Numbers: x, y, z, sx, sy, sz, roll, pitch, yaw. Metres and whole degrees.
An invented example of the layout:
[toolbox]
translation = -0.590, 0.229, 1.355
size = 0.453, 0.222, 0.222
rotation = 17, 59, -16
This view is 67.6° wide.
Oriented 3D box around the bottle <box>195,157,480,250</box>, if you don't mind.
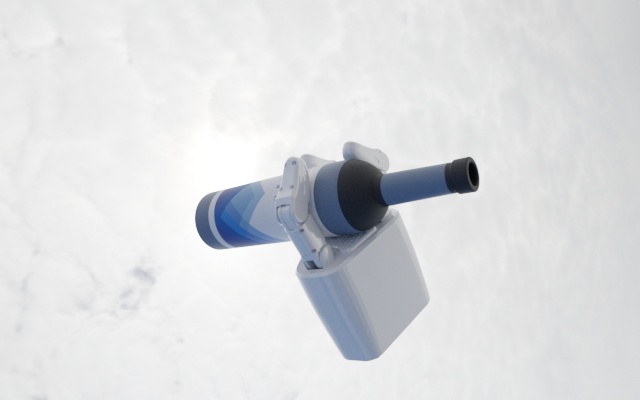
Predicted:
[bottle]
translation = 0.000, 0.001, 0.448
size = 0.296, 0.069, 0.069
rotation = -11, -6, 37
